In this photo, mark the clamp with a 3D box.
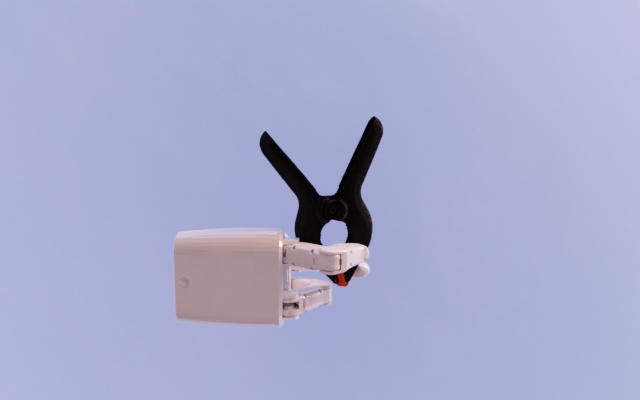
[{"bbox_3d":[0.000,0.002,0.478,0.120,0.171,0.039,1,8,1],"label":"clamp"}]
